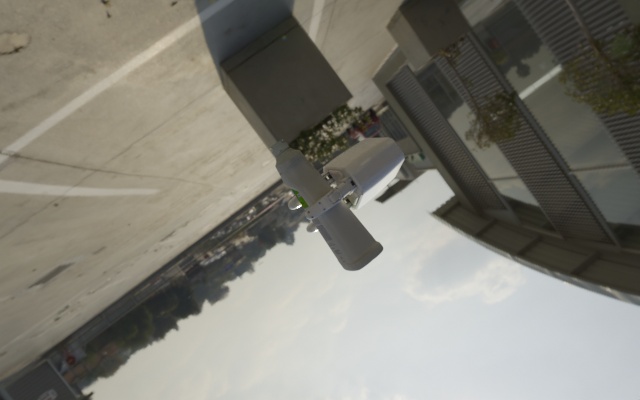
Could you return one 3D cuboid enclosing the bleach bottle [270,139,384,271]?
[{"bbox_3d":[0.000,0.003,0.817,0.068,0.251,0.102,-37,3,-15],"label":"bleach bottle"}]
